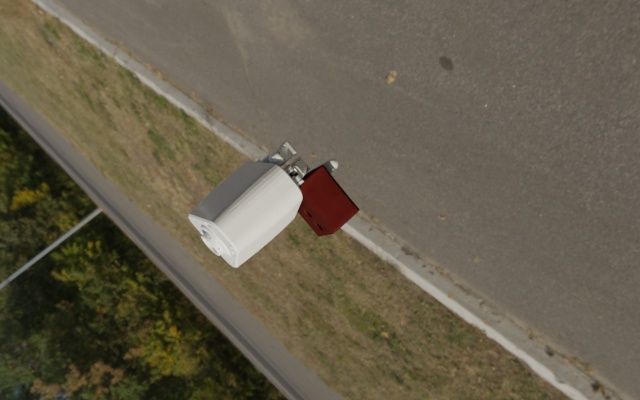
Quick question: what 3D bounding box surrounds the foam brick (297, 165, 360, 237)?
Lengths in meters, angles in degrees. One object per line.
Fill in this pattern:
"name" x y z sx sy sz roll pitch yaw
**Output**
"foam brick" 0.000 0.002 0.625 0.051 0.078 0.053 -44 10 -23
